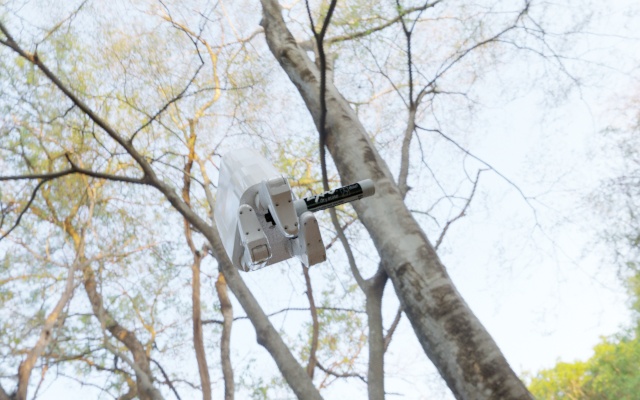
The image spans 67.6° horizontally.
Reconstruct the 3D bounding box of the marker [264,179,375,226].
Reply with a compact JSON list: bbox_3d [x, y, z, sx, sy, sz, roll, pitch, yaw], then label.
[{"bbox_3d":[0.000,0.002,0.496,0.121,0.020,0.020,-17,5,-19],"label":"marker"}]
